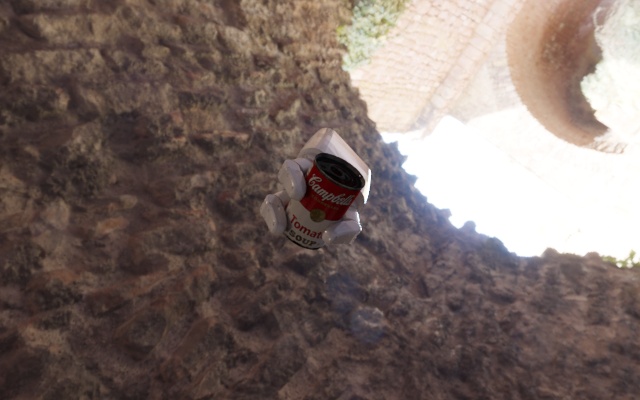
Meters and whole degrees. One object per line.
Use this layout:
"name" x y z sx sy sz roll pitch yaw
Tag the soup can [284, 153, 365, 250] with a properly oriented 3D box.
"soup can" 0.000 0.002 0.585 0.068 0.102 0.068 24 29 -14
